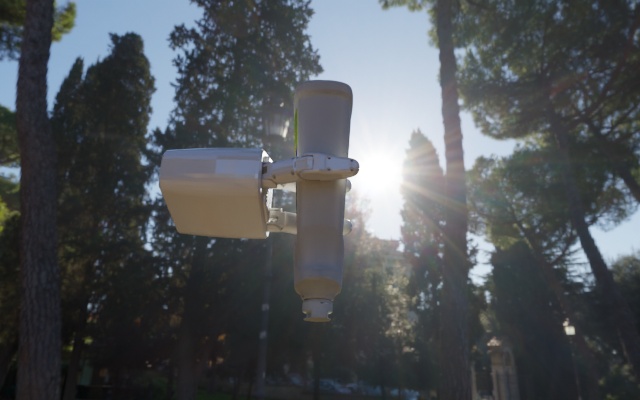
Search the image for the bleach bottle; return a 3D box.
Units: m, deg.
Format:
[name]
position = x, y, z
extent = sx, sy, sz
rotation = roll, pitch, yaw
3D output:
[bleach bottle]
position = 0.000, 0.002, 0.523
extent = 0.068, 0.250, 0.103
rotation = 2, -21, 0
